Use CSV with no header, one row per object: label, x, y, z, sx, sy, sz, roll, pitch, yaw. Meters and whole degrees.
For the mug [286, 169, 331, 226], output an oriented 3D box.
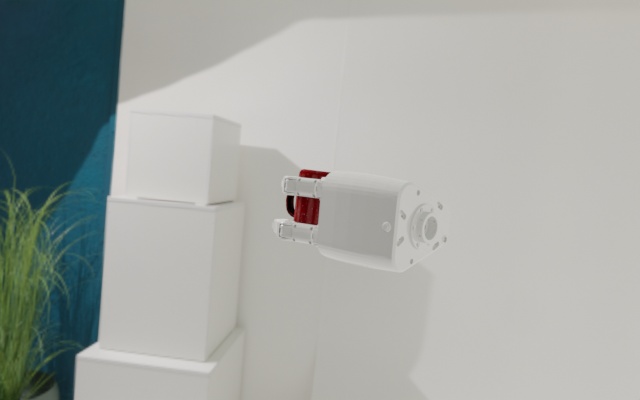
mug,-0.001,0.002,0.630,0.117,0.081,0.093,10,5,43
